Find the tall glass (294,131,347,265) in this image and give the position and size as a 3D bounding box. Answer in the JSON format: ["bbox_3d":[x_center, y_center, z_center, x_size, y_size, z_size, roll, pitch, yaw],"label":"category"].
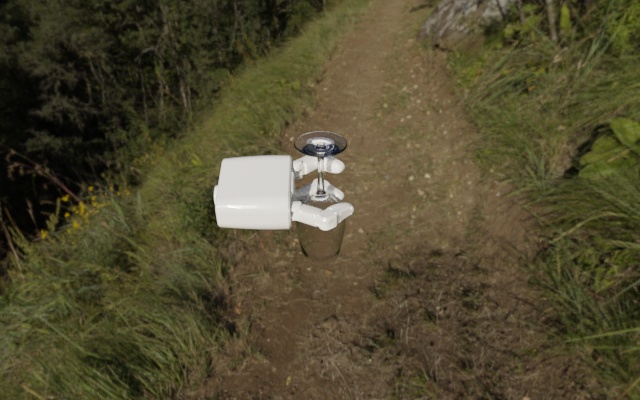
[{"bbox_3d":[0.000,0.002,0.720,0.079,0.201,0.079,0,34,0],"label":"tall glass"}]
